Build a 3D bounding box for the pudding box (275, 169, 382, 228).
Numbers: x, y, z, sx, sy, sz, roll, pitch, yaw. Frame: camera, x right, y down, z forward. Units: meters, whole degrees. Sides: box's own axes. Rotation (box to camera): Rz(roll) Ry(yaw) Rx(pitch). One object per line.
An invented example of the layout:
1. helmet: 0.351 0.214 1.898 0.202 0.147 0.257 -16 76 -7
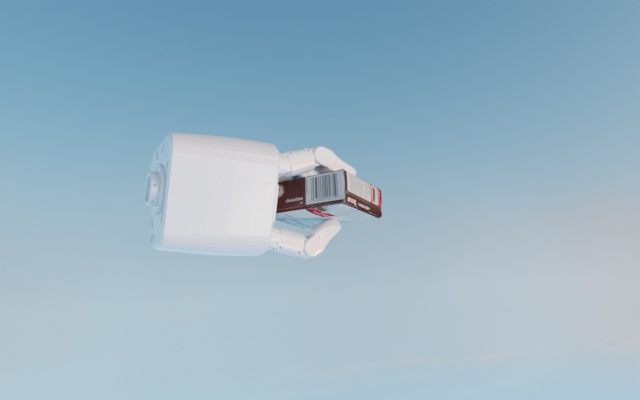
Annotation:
1. pudding box: 0.000 0.002 0.537 0.113 0.039 0.090 -8 -16 31
